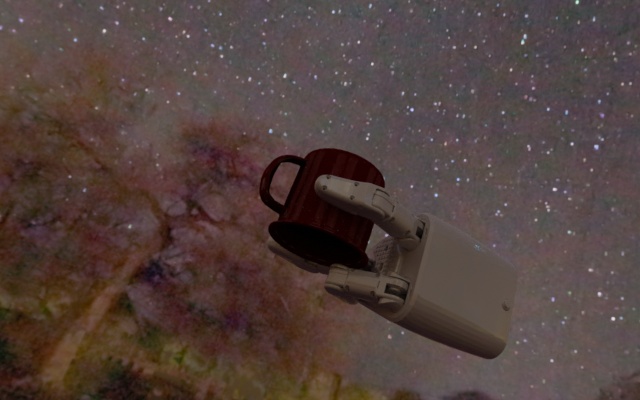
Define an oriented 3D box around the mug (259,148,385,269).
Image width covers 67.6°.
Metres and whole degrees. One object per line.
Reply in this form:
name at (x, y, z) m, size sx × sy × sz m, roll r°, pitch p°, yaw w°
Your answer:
mug at (-0.001, 0.001, 0.430) m, size 0.117 × 0.081 × 0.093 m, roll 29°, pitch -25°, yaw -17°
